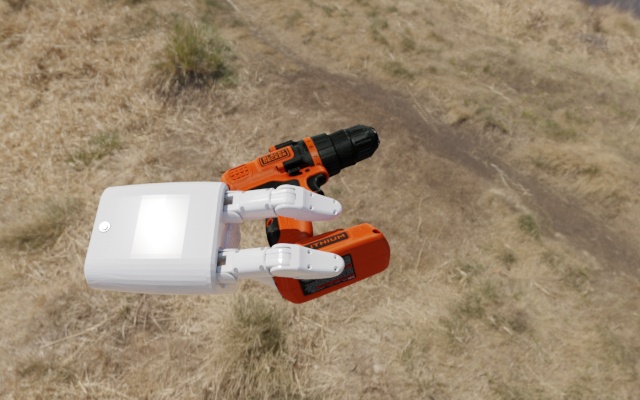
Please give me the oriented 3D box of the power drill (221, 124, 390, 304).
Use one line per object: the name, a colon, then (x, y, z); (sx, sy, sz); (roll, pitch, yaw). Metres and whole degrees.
power drill: (0.000, 0.002, 0.485); (0.184, 0.057, 0.187); (-22, 42, -4)
